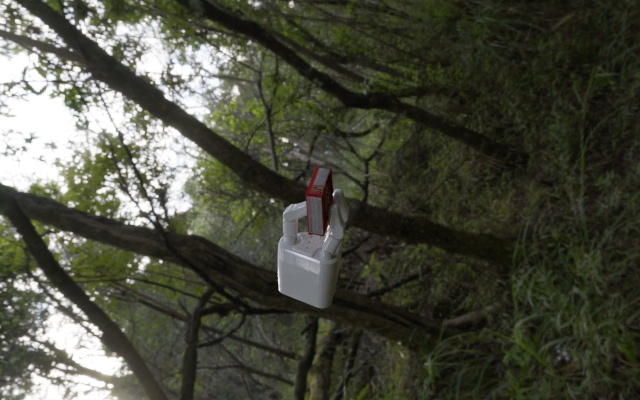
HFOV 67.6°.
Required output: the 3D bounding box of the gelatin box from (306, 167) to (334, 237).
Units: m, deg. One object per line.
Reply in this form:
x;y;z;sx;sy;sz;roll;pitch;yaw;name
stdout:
0.000;0.002;0.780;0.030;0.089;0.073;6;41;12;gelatin box
